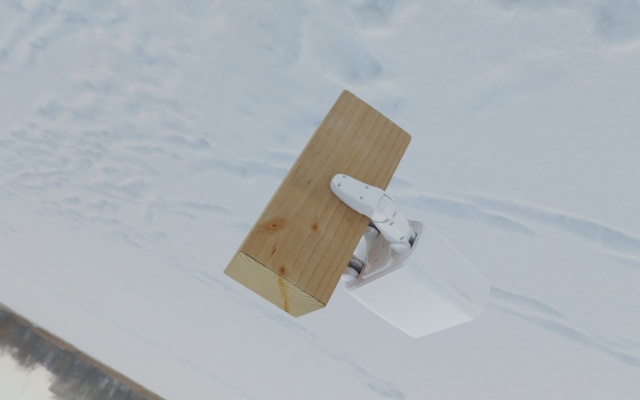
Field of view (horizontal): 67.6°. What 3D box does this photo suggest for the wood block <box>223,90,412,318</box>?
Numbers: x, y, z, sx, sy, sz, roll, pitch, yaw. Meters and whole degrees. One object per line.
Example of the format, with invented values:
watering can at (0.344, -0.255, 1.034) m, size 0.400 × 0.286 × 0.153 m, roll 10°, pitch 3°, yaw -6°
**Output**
wood block at (0.000, 0.002, 0.485) m, size 0.090 × 0.206 × 0.091 m, roll 34°, pitch -28°, yaw -7°
